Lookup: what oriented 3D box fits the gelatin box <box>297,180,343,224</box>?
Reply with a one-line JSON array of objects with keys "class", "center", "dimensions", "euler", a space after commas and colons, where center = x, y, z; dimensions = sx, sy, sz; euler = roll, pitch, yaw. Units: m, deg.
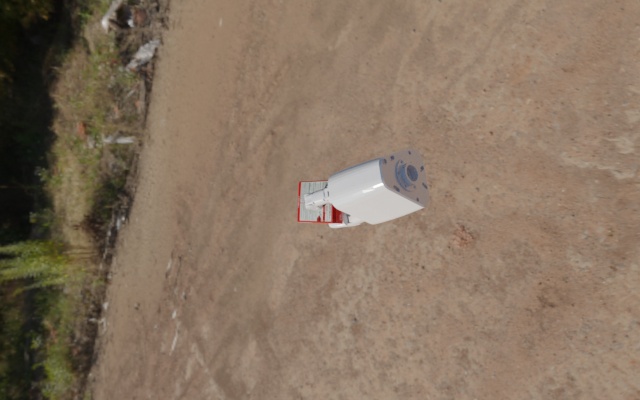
[{"class": "gelatin box", "center": [0.000, 0.003, 0.826], "dimensions": [0.089, 0.073, 0.030], "euler": [-1, -3, 44]}]
